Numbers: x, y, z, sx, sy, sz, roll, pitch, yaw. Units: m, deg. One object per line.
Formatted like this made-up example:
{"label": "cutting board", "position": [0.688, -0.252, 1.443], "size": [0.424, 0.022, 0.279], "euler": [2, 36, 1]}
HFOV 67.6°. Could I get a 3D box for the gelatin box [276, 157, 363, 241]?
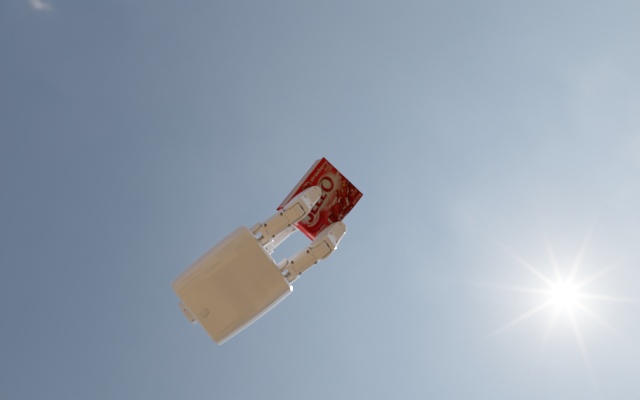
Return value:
{"label": "gelatin box", "position": [0.000, 0.002, 0.608], "size": [0.073, 0.089, 0.030], "euler": [42, -17, -14]}
